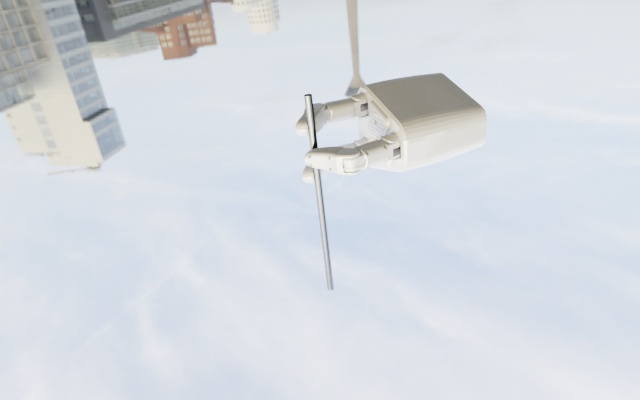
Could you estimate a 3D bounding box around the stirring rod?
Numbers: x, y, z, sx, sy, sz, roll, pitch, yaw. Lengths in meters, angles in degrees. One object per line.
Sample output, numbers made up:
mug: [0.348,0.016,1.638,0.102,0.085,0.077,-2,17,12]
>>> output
stirring rod: [0.000,0.002,0.526,0.011,0.240,0.011,-5,28,3]
